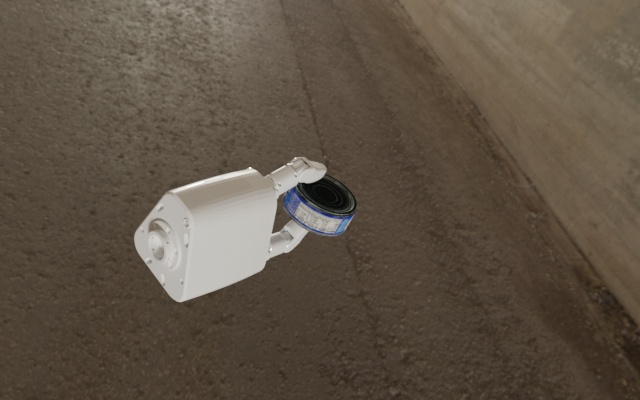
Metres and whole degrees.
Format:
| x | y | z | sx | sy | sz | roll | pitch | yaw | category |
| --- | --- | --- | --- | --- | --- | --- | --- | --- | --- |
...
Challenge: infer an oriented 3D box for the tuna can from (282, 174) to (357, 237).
| x | y | z | sx | sy | sz | roll | pitch | yaw | category |
| --- | --- | --- | --- | --- | --- | --- | --- | --- | --- |
| 0.000 | 0.001 | 0.567 | 0.086 | 0.034 | 0.086 | 21 | 31 | -13 | tuna can |
